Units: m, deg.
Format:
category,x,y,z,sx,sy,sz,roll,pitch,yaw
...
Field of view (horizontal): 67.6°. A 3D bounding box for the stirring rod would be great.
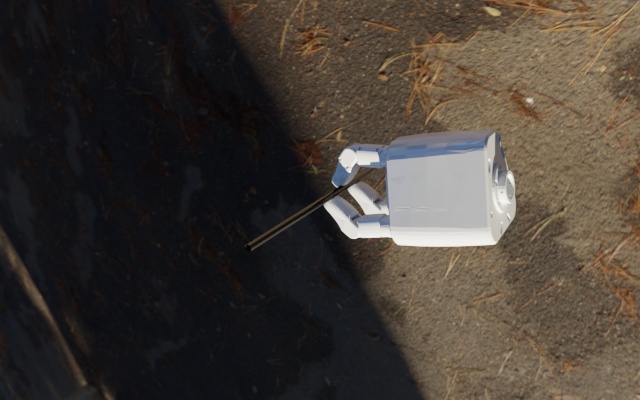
category,x,y,z,sx,sy,sz,roll,pitch,yaw
stirring rod,0.000,0.002,0.536,0.011,0.011,0.239,0,21,37
